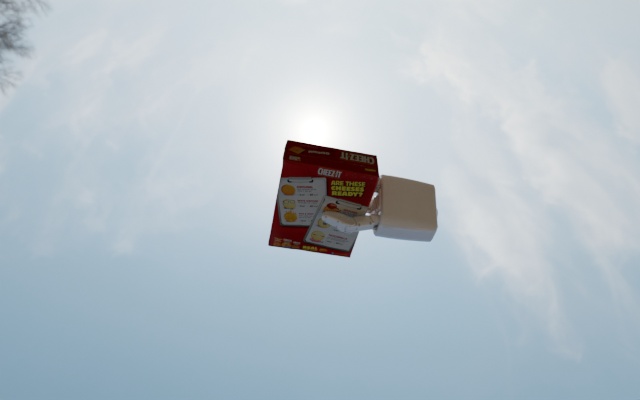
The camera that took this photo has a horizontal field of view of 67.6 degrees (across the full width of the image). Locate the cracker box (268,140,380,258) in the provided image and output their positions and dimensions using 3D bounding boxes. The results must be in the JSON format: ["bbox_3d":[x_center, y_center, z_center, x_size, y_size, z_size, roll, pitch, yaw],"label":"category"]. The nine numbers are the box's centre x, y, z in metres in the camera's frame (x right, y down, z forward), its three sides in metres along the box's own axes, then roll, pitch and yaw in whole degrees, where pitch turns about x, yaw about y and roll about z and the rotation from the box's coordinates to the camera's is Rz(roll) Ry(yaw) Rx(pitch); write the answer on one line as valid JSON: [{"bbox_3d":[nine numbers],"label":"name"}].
[{"bbox_3d":[0.000,0.003,0.872,0.164,0.214,0.072,9,42,-6],"label":"cracker box"}]
